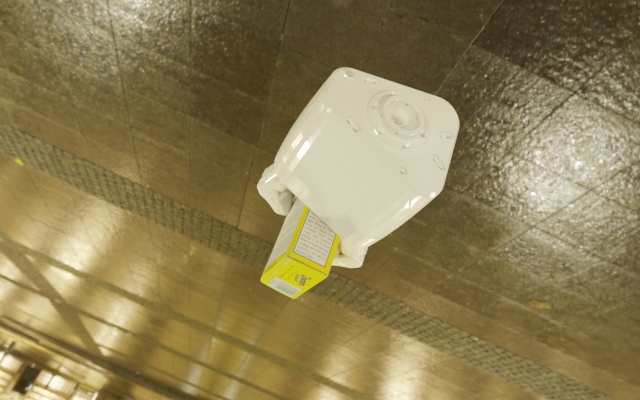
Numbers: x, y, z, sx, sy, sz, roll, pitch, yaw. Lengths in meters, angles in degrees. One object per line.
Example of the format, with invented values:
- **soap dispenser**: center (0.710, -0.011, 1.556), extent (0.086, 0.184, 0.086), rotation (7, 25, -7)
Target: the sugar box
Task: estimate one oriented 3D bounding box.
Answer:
- **sugar box**: center (0.001, 0.002, 0.474), extent (0.048, 0.176, 0.093), rotation (29, -30, -10)
